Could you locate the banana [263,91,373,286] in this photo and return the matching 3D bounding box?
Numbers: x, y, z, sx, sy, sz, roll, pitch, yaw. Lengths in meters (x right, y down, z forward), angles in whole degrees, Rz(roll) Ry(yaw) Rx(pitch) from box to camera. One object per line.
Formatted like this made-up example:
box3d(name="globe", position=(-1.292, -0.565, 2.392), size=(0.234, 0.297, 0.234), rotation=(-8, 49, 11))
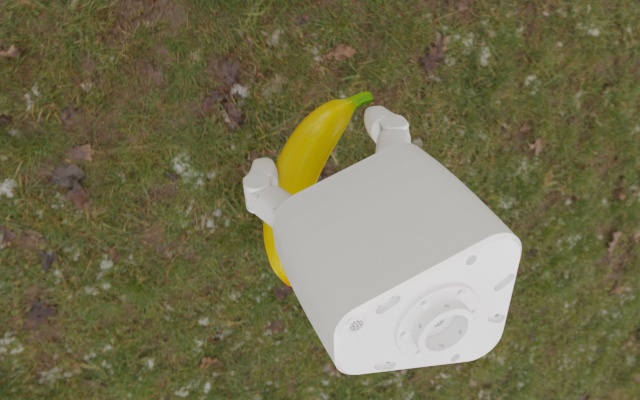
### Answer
box3d(name="banana", position=(-0.015, -0.004, 0.413), size=(0.069, 0.198, 0.037), rotation=(9, 25, -31))
